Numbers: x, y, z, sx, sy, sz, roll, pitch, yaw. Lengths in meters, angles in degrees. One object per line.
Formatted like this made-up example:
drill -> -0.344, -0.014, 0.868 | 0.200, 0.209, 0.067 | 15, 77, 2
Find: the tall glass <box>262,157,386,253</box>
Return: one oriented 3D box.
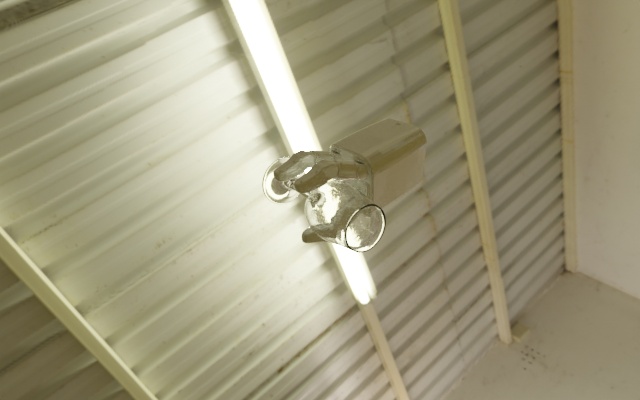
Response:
tall glass -> 0.000, 0.002, 0.643 | 0.079, 0.079, 0.201 | 0, 19, -35
